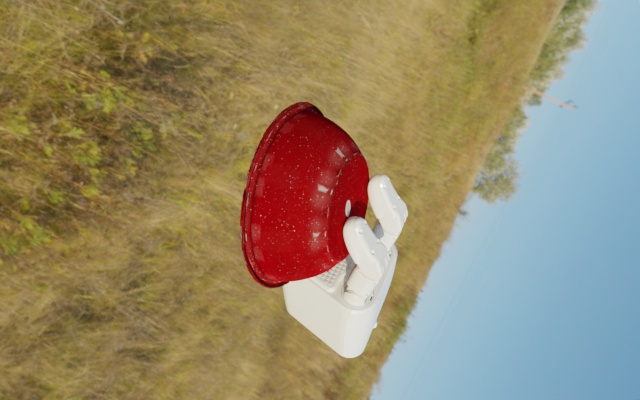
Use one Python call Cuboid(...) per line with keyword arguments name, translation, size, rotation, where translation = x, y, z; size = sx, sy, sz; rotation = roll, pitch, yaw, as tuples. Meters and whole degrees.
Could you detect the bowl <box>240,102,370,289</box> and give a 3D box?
Cuboid(name="bowl", translation=(0.000, 0.001, 0.400), size=(0.055, 0.162, 0.162), rotation=(12, 5, 23))
